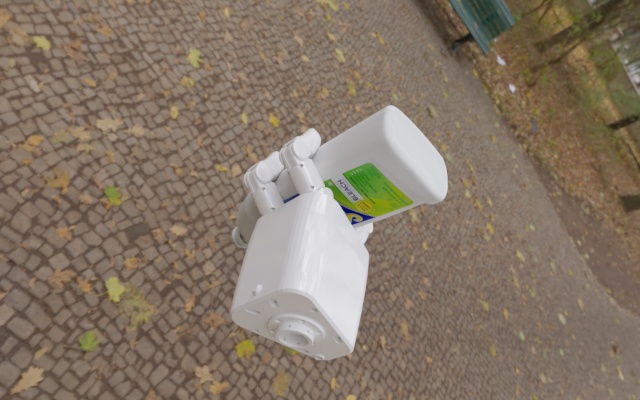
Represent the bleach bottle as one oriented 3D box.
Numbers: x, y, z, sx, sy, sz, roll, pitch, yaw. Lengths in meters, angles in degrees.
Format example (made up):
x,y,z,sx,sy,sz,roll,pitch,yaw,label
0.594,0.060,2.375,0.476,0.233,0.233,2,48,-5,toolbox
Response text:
x,y,z,sx,sy,sz,roll,pitch,yaw,label
0.000,0.002,0.509,0.251,0.068,0.102,-28,-57,35,bleach bottle
